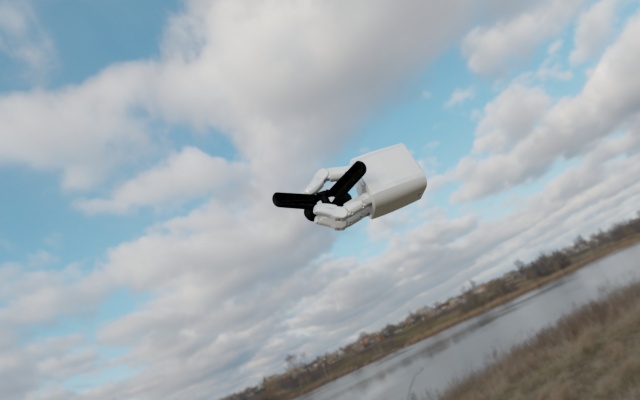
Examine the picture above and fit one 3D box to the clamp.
[{"bbox_3d":[0.000,0.002,0.868,0.164,0.036,0.210,-18,-21,-5],"label":"clamp"}]
